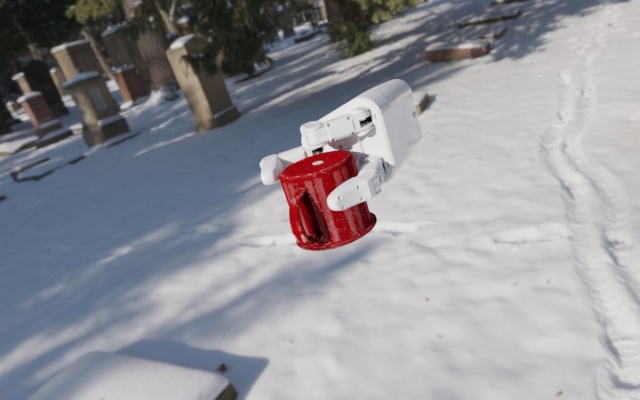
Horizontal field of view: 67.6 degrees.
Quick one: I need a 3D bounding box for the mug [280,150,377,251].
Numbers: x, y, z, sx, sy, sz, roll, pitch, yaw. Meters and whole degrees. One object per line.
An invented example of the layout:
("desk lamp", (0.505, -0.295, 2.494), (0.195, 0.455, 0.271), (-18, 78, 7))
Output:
("mug", (-0.001, 0.002, 0.503), (0.093, 0.081, 0.117), (-6, 22, 33))
